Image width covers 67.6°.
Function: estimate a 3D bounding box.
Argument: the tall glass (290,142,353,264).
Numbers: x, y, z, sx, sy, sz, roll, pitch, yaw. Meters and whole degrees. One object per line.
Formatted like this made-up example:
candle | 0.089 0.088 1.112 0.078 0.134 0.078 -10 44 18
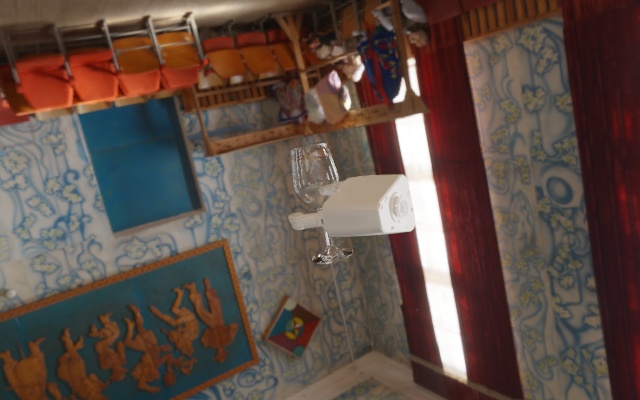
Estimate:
tall glass | 0.000 0.003 0.825 0.079 0.201 0.079 -13 10 2
